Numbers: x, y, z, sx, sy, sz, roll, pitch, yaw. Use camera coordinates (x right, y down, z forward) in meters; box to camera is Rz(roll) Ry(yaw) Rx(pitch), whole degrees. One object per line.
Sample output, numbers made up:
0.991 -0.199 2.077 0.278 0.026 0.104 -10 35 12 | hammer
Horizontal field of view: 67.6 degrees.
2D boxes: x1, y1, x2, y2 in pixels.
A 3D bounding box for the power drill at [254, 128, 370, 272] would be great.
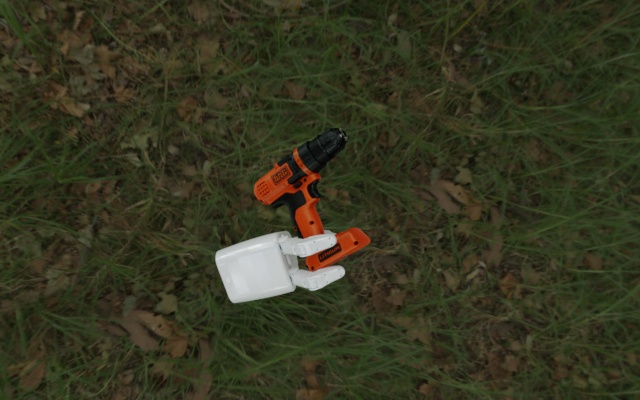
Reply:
0.000 0.003 0.750 0.184 0.187 0.057 -35 -14 26 | power drill
